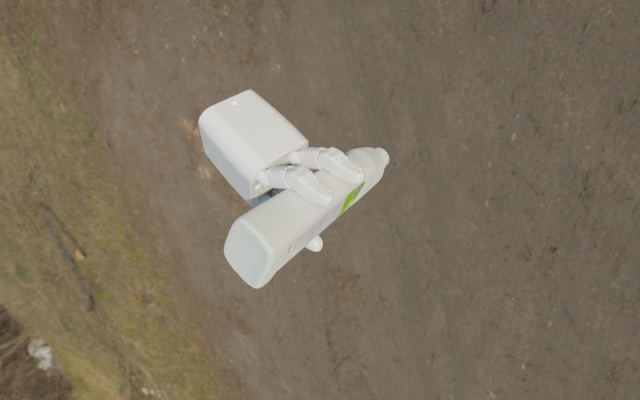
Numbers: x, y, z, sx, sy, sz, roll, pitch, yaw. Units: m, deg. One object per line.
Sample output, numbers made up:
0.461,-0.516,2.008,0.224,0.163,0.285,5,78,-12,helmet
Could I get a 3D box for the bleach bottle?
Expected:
0.000,0.002,0.596,0.250,0.068,0.103,-35,-15,-37,bleach bottle
